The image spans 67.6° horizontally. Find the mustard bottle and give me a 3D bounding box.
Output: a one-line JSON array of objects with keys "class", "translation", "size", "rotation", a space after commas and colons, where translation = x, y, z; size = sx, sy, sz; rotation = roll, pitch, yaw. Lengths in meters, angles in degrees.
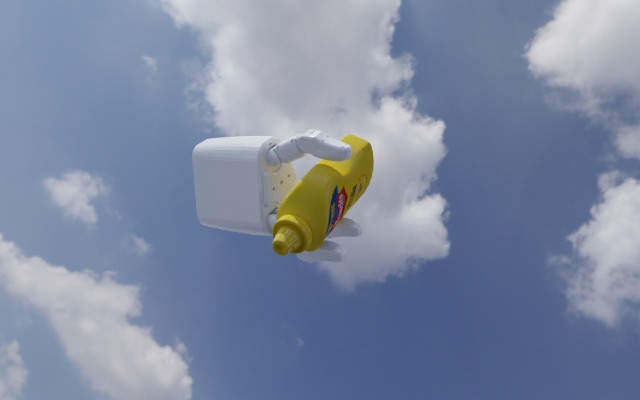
[{"class": "mustard bottle", "translation": [0.001, 0.002, 0.538], "size": [0.058, 0.096, 0.191], "rotation": [25, 37, 14]}]
